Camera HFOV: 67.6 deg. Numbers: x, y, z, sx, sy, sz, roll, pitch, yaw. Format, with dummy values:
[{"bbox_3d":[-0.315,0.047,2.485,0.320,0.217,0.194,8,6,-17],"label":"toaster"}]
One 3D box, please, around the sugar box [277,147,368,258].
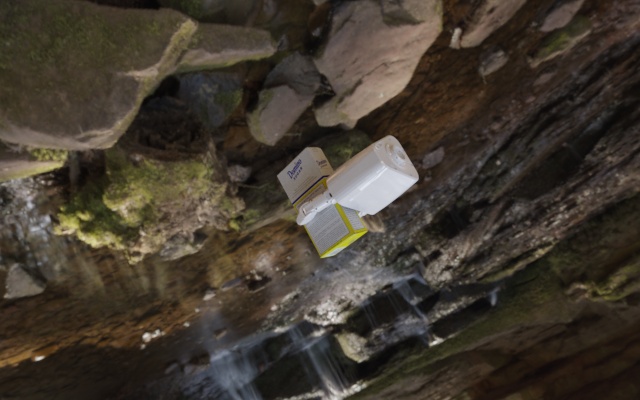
[{"bbox_3d":[0.001,0.003,0.840,0.048,0.176,0.093,-5,-28,-50],"label":"sugar box"}]
